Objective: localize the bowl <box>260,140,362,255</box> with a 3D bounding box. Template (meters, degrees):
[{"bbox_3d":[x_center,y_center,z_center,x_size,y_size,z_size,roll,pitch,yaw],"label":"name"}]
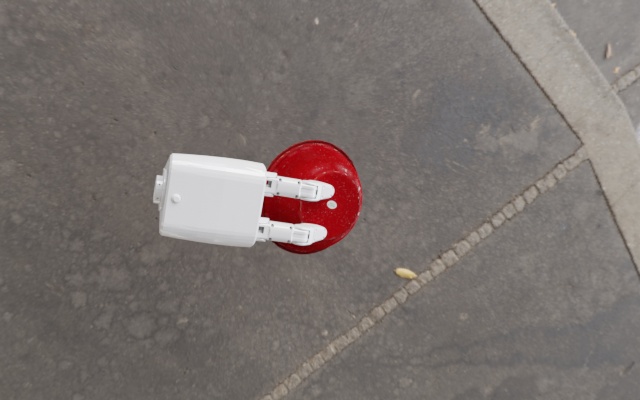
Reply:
[{"bbox_3d":[0.001,0.002,0.641,0.162,0.162,0.055,0,12,-31],"label":"bowl"}]
